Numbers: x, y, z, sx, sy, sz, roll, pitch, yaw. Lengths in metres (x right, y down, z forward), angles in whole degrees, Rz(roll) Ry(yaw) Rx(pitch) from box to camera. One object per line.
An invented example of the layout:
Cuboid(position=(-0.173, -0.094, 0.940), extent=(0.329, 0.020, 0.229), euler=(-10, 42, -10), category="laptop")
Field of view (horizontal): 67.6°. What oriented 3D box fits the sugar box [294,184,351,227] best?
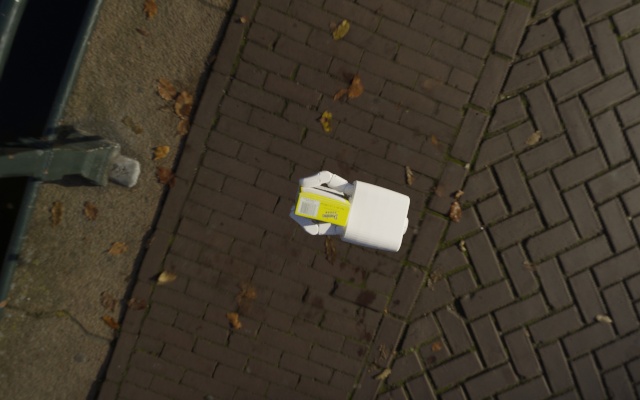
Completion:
Cuboid(position=(0.000, 0.004, 0.892), extent=(0.093, 0.048, 0.176), euler=(15, 5, -4), category="sugar box")
